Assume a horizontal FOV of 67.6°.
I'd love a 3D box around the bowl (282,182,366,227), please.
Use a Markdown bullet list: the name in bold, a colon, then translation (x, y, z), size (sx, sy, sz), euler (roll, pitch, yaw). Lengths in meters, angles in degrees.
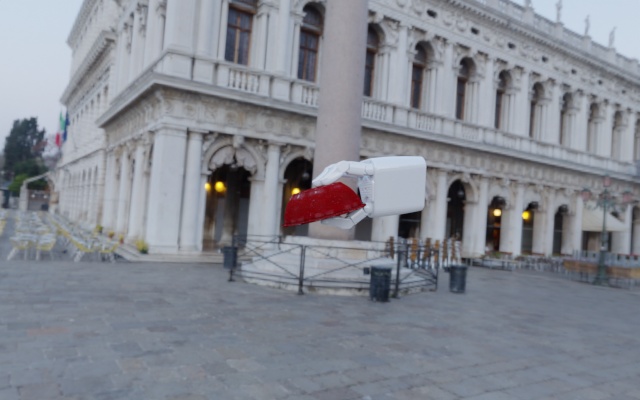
- **bowl**: translation (-0.001, 0.003, 0.878), size (0.162, 0.055, 0.162), euler (-15, 3, 1)
